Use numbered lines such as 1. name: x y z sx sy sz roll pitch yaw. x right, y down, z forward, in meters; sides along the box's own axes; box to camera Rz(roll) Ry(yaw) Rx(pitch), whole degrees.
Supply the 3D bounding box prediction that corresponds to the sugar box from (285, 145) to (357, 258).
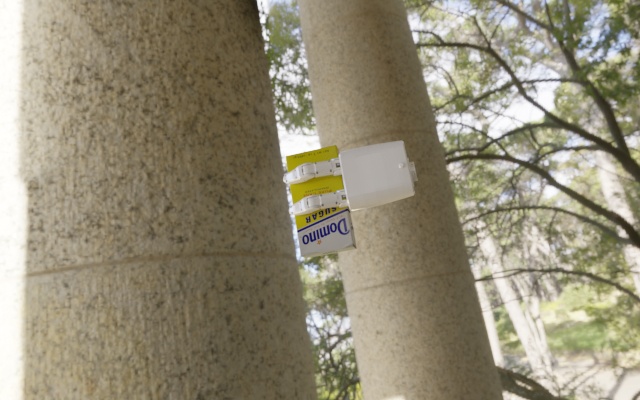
1. sugar box: 0.000 0.002 0.808 0.093 0.176 0.048 -12 -15 9
